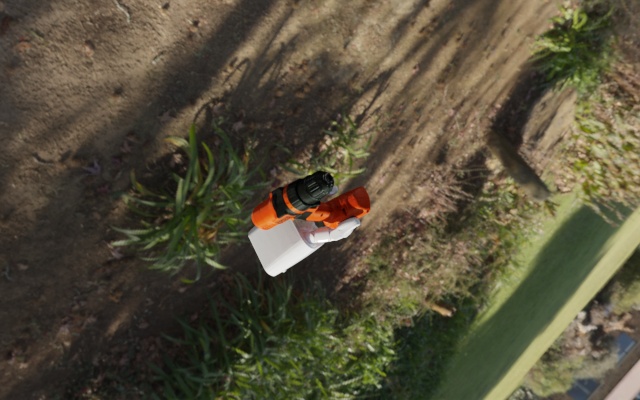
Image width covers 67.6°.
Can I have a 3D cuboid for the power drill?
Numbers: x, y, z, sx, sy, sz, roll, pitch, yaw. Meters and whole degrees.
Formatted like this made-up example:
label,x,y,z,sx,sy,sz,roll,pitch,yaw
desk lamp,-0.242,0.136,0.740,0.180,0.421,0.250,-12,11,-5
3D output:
label,x,y,z,sx,sy,sz,roll,pitch,yaw
power drill,0.000,0.003,0.830,0.187,0.057,0.184,6,-24,-45
